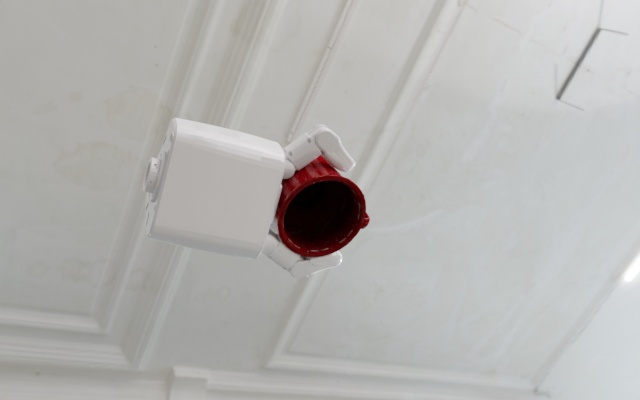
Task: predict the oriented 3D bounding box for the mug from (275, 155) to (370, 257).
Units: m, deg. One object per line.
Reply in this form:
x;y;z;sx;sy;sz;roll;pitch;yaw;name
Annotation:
0.001;0.002;0.510;0.117;0.093;0.081;15;21;-28;mug
